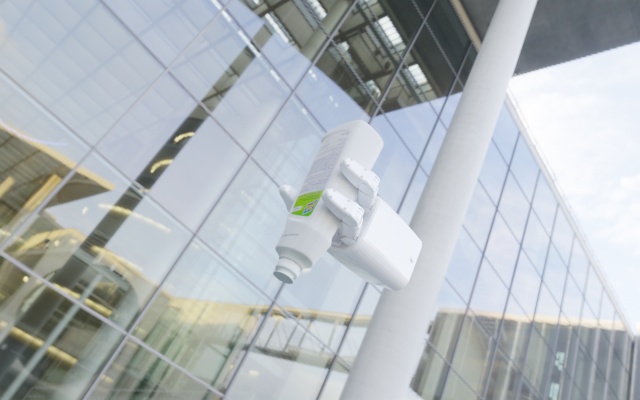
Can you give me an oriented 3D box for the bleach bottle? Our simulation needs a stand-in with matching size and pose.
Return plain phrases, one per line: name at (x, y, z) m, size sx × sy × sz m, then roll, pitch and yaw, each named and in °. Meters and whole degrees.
bleach bottle at (0.000, 0.002, 0.657) m, size 0.068 × 0.250 × 0.102 m, roll 42°, pitch -33°, yaw -22°
